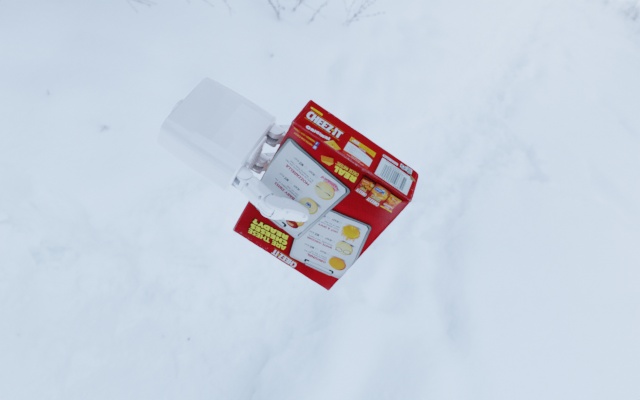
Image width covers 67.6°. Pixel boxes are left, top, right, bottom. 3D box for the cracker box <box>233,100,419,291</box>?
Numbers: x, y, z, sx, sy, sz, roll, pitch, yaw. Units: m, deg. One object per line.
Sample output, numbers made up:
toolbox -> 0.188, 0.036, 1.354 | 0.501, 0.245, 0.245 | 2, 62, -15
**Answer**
cracker box -> 0.000, 0.002, 0.625 | 0.164, 0.214, 0.072 | 33, 42, -3
